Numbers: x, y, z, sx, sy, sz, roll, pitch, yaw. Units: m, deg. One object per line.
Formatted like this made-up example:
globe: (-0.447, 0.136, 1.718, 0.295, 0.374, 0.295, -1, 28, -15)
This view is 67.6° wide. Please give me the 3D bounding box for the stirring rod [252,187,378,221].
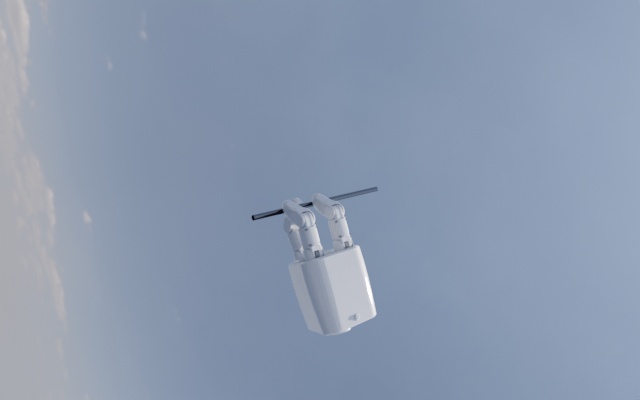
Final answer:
stirring rod: (0.000, 0.003, 0.738, 0.239, 0.011, 0.011, -13, 8, -36)
